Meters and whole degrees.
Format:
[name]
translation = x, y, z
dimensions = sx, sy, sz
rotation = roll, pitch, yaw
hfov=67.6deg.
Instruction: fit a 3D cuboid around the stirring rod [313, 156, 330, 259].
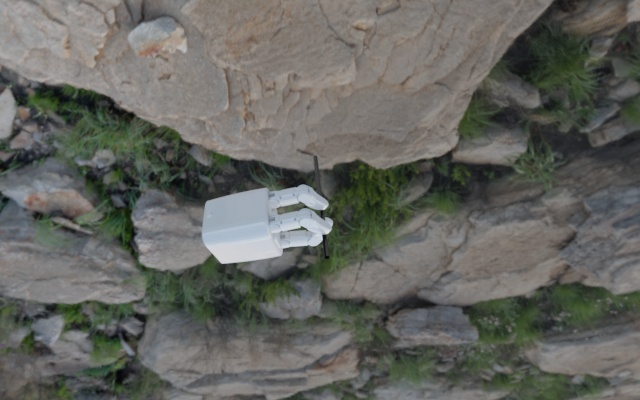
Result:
[stirring rod]
translation = 0.000, 0.003, 0.811
dimensions = 0.011, 0.011, 0.239
rotation = -3, 45, -3
